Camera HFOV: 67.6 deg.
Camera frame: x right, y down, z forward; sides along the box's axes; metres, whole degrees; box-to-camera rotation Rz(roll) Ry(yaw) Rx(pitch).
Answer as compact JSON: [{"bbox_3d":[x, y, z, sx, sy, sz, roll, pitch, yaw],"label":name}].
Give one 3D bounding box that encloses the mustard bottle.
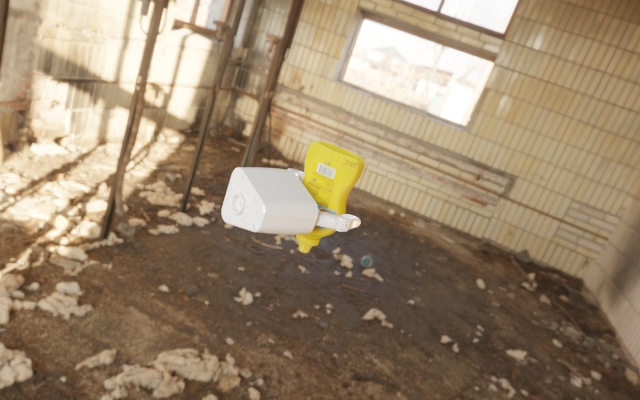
[{"bbox_3d":[0.000,0.002,0.814,0.096,0.192,0.058,25,17,19],"label":"mustard bottle"}]
